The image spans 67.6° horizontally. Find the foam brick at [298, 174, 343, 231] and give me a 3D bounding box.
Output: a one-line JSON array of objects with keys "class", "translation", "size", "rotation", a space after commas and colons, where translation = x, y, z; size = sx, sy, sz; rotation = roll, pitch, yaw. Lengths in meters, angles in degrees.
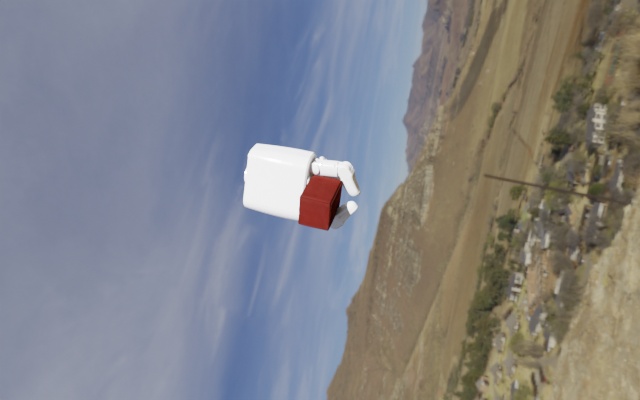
[{"class": "foam brick", "translation": [0.000, 0.003, 0.761], "size": [0.051, 0.053, 0.078], "rotation": [13, 33, 10]}]
